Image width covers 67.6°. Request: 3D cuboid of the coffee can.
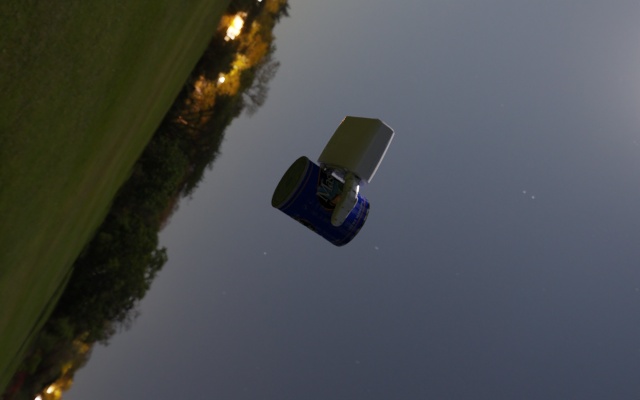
[{"bbox_3d":[0.000,0.003,0.835,0.140,0.103,0.103,33,-12,-20],"label":"coffee can"}]
